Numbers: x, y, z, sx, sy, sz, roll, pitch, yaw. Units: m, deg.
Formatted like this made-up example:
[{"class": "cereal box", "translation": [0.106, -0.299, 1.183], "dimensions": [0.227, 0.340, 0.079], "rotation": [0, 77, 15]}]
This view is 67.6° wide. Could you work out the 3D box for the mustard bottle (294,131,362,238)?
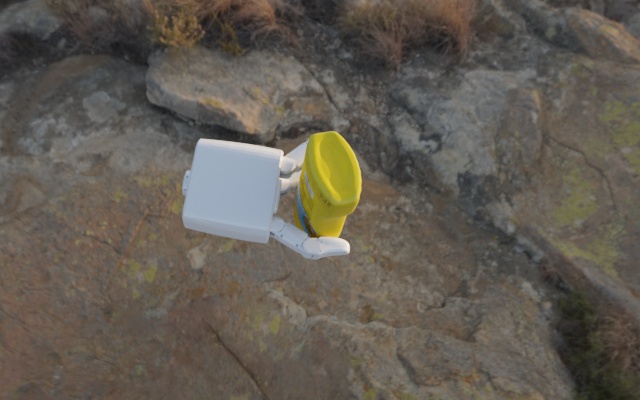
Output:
[{"class": "mustard bottle", "translation": [0.000, 0.002, 0.609], "dimensions": [0.058, 0.096, 0.192], "rotation": [-13, -23, -16]}]
